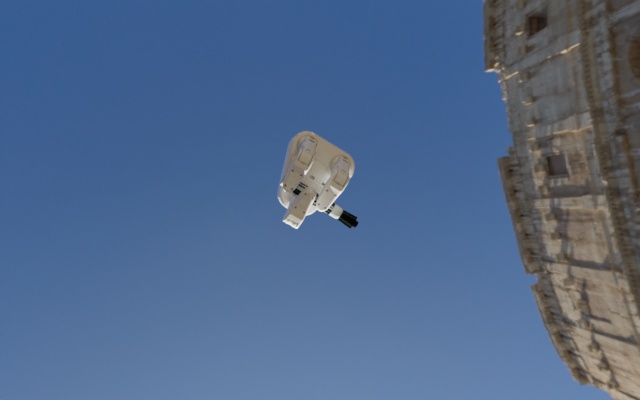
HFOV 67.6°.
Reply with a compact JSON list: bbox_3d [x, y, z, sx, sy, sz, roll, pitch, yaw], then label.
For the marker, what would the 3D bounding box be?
[{"bbox_3d":[0.000,0.002,0.654,0.121,0.020,0.020,32,-6,-10],"label":"marker"}]
